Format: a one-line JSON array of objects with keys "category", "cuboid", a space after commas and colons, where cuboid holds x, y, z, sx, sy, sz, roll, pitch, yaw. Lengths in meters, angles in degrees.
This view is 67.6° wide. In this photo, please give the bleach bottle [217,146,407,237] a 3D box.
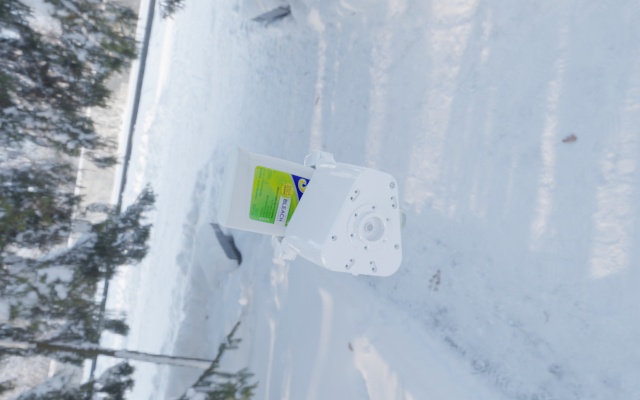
[{"category": "bleach bottle", "cuboid": [0.000, 0.002, 0.621, 0.251, 0.102, 0.068, 9, 2, -22]}]
